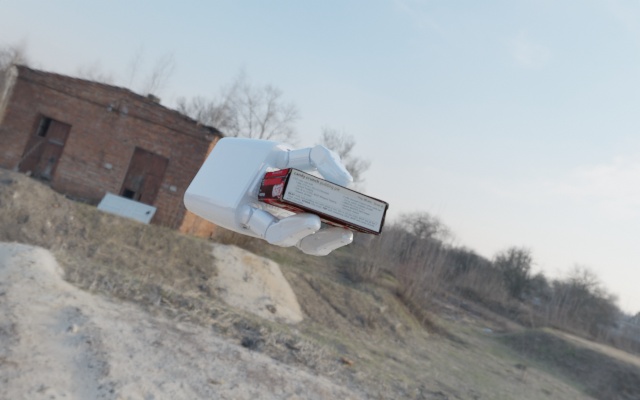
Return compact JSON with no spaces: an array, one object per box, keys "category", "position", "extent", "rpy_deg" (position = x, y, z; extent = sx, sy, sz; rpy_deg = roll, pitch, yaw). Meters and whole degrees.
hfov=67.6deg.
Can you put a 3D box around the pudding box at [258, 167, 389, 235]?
[{"category":"pudding box","position":[0.000,0.001,0.495],"extent":[0.113,0.039,0.090],"rpy_deg":[18,-5,-20]}]
